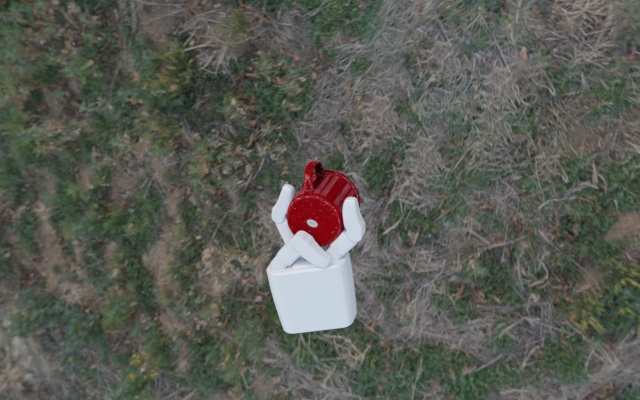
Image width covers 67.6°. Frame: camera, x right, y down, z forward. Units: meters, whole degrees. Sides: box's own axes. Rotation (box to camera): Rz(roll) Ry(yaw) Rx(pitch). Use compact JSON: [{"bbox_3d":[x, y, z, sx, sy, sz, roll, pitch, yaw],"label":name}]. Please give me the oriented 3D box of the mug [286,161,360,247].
[{"bbox_3d":[0.000,0.001,0.672,0.093,0.117,0.081,-2,23,20],"label":"mug"}]
